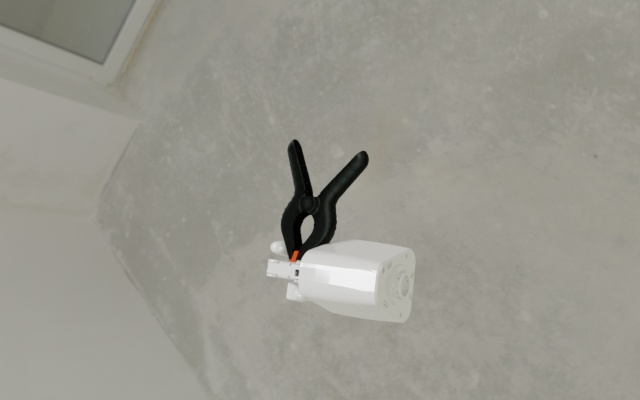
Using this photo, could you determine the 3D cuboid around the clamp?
[{"bbox_3d":[0.000,0.002,0.629,0.120,0.171,0.039,3,-6,34],"label":"clamp"}]
